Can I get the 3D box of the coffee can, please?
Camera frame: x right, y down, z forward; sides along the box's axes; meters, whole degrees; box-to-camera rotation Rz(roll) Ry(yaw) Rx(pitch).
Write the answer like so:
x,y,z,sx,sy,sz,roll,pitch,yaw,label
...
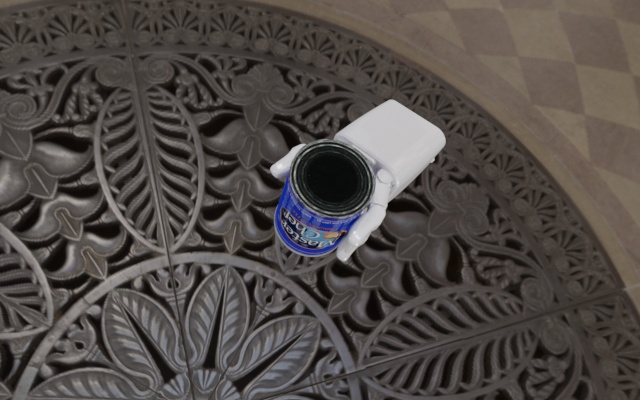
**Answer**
x,y,z,sx,sy,sz,roll,pitch,yaw,label
0.000,0.002,0.608,0.103,0.102,0.140,0,-24,-13,coffee can
